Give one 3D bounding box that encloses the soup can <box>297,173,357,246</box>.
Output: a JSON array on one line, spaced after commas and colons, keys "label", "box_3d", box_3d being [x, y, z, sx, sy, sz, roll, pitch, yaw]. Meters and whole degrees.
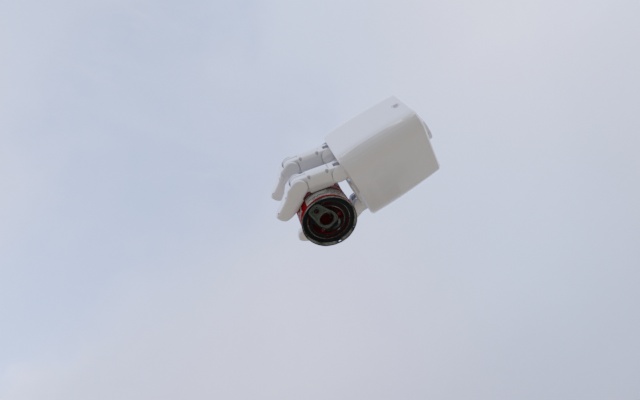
[{"label": "soup can", "box_3d": [0.000, 0.002, 0.605, 0.068, 0.068, 0.102, 0, 28, -14]}]
